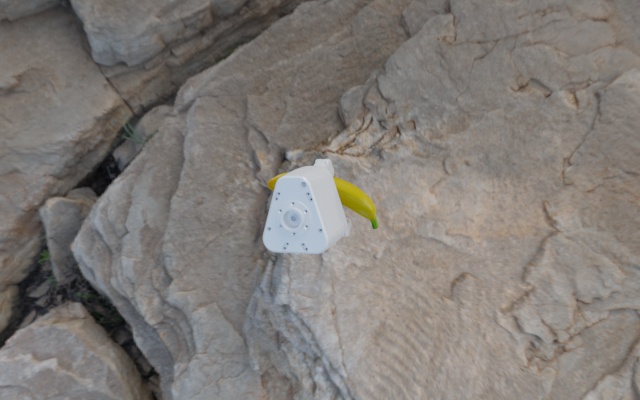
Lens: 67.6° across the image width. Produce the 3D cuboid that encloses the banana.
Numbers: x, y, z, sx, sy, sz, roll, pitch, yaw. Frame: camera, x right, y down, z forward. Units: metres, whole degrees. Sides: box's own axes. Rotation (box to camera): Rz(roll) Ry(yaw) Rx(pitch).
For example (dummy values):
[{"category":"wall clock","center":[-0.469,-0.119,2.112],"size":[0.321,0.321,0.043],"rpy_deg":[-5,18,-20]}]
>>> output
[{"category":"banana","center":[0.008,-0.011,0.772],"size":[0.198,0.070,0.037],"rpy_deg":[22,33,6]}]
